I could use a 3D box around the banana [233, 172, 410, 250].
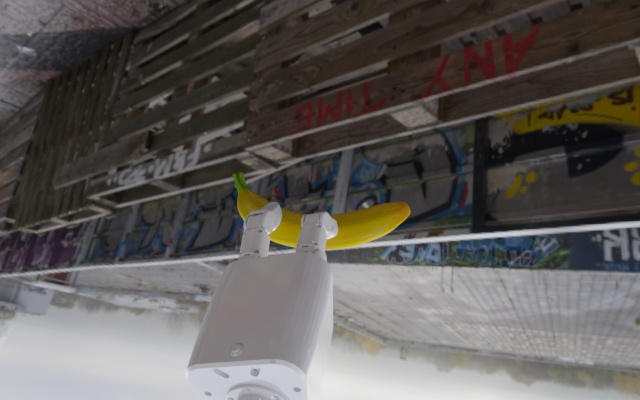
[{"bbox_3d":[-0.007,0.019,0.511,0.198,0.069,0.037,11,6,5],"label":"banana"}]
